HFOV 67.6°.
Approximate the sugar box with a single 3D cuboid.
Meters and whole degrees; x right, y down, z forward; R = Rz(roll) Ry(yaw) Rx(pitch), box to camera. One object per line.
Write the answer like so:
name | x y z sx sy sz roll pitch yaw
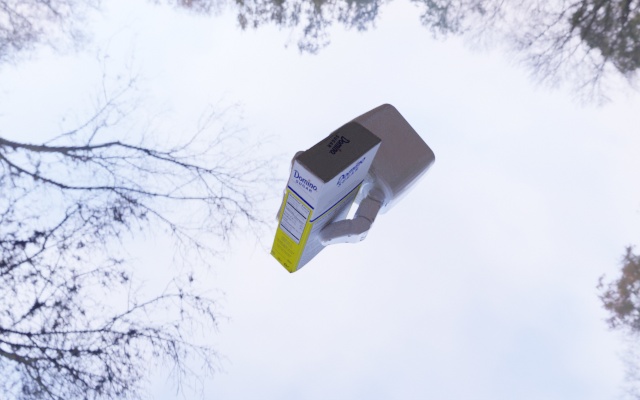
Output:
sugar box | 0.000 0.001 0.525 0.048 0.176 0.093 39 53 18
